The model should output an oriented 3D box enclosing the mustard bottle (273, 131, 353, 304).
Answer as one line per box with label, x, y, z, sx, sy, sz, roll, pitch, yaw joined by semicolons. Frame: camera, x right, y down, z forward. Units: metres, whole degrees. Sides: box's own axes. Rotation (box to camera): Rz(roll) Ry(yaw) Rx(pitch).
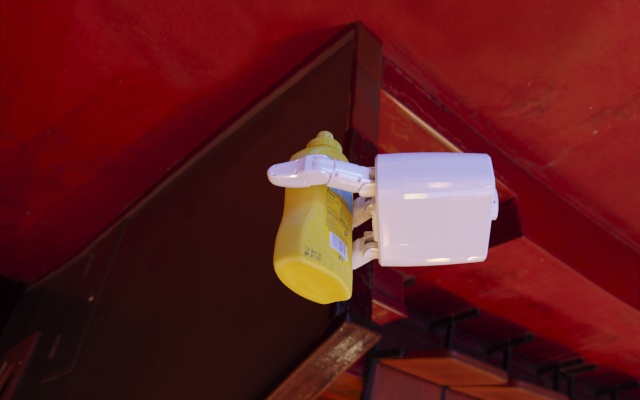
mustard bottle;0.000;0.002;0.497;0.058;0.191;0.096;-18;-42;28
